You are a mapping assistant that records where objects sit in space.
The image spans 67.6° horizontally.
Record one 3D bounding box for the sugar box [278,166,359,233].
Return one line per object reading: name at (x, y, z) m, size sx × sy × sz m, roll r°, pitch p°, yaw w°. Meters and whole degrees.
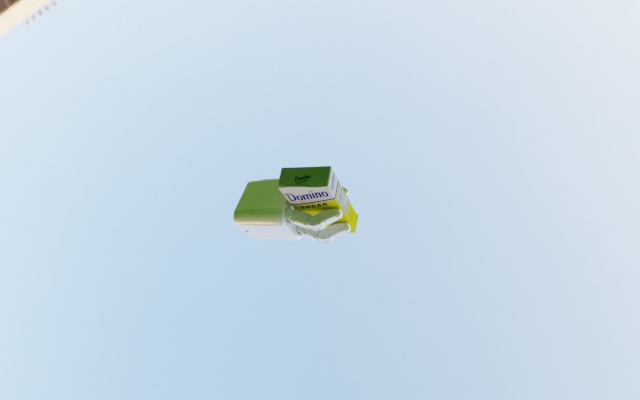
sugar box at (0.000, 0.003, 0.853) m, size 0.093 × 0.048 × 0.176 m, roll -1°, pitch -26°, yaw 22°
